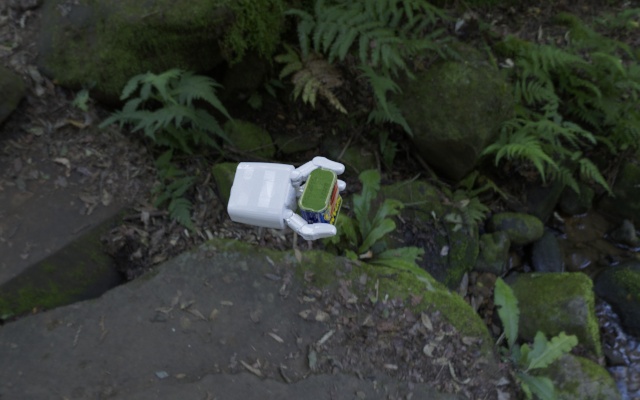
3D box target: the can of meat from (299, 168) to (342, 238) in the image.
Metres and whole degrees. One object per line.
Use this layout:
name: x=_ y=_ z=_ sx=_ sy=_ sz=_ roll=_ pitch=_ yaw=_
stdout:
can of meat: x=0.000 y=0.003 z=0.870 sx=0.057 sy=0.102 sz=0.084 roll=9 pitch=-34 yaw=15
